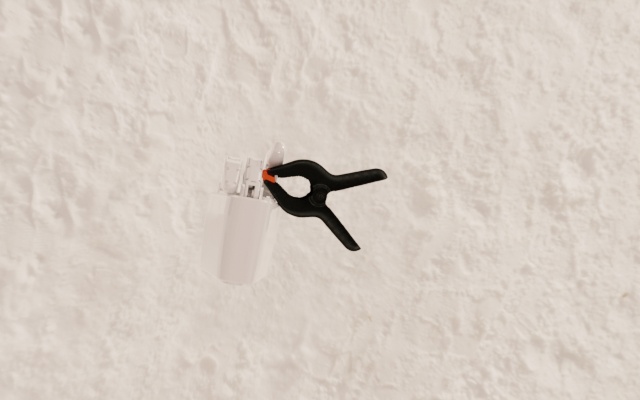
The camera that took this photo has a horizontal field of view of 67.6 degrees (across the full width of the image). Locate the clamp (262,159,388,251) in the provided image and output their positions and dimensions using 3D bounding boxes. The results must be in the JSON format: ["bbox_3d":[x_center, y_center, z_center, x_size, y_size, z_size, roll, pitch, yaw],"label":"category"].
[{"bbox_3d":[0.000,0.002,0.651,0.171,0.120,0.039,10,1,-9],"label":"clamp"}]
